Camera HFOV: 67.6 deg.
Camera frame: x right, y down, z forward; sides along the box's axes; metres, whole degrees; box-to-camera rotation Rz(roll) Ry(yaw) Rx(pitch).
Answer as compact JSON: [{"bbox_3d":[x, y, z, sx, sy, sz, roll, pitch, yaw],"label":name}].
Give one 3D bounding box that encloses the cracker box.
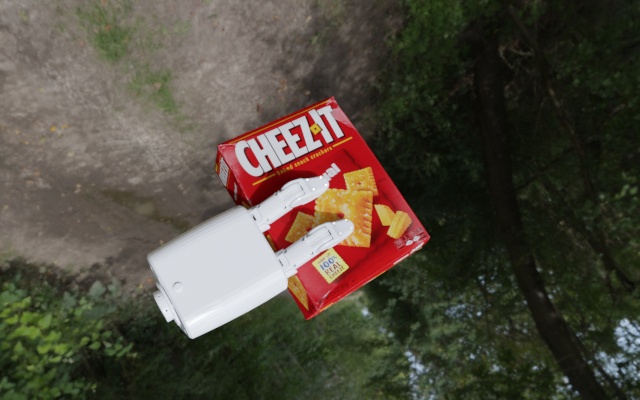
[{"bbox_3d":[0.000,0.002,0.558,0.164,0.213,0.072,-28,-13,-23],"label":"cracker box"}]
